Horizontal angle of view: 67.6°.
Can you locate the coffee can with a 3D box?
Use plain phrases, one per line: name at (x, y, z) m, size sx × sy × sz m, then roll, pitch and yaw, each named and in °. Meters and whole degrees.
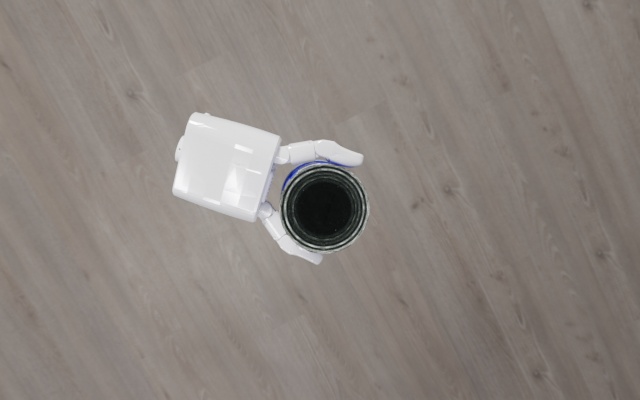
coffee can at (0.000, 0.002, 0.602) m, size 0.103 × 0.103 × 0.140 m, roll 0°, pitch 6°, yaw -4°
